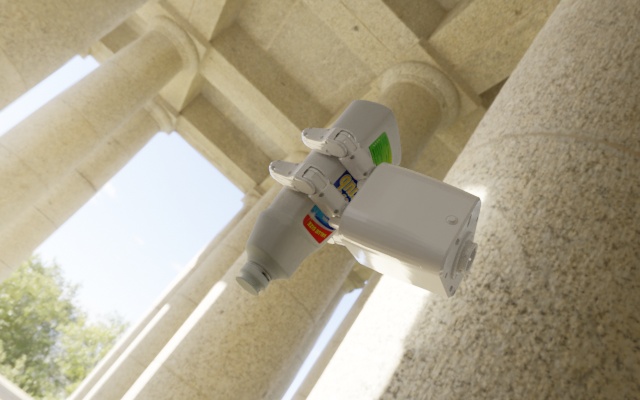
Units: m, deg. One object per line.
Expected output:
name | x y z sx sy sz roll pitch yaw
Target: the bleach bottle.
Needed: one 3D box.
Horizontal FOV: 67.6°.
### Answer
bleach bottle | 0.000 0.002 0.521 0.068 0.250 0.103 21 -33 30
